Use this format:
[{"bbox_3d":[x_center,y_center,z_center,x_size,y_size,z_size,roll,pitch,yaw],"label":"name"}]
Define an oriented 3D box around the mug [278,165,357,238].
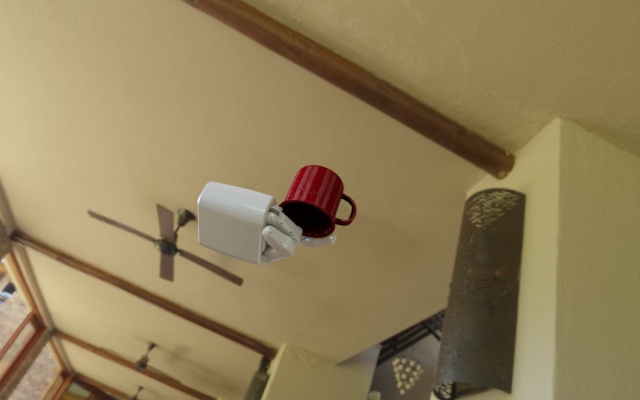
[{"bbox_3d":[0.002,0.003,0.745,0.117,0.081,0.093,17,-36,5],"label":"mug"}]
